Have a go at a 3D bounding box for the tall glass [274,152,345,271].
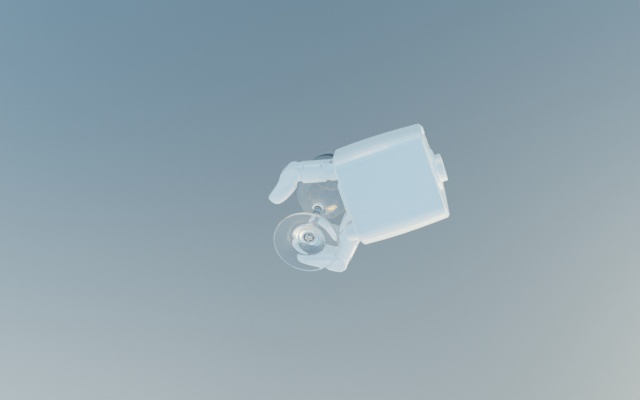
[{"bbox_3d":[0.000,0.002,0.608,0.079,0.079,0.201,0,27,9],"label":"tall glass"}]
